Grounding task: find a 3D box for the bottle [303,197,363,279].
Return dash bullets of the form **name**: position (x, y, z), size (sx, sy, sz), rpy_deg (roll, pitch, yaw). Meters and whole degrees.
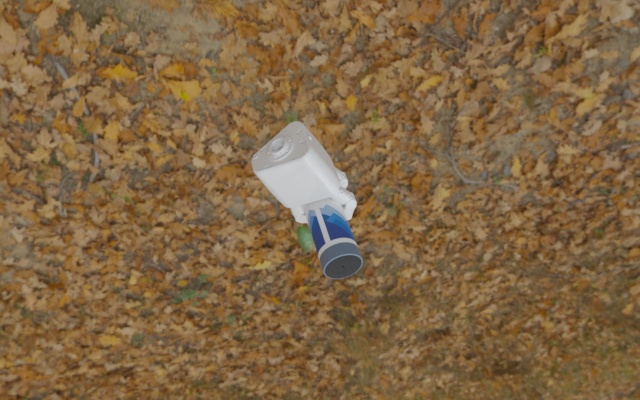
- **bottle**: position (0.000, 0.003, 0.864), size (0.069, 0.295, 0.069), rpy_deg (-11, -42, -10)
